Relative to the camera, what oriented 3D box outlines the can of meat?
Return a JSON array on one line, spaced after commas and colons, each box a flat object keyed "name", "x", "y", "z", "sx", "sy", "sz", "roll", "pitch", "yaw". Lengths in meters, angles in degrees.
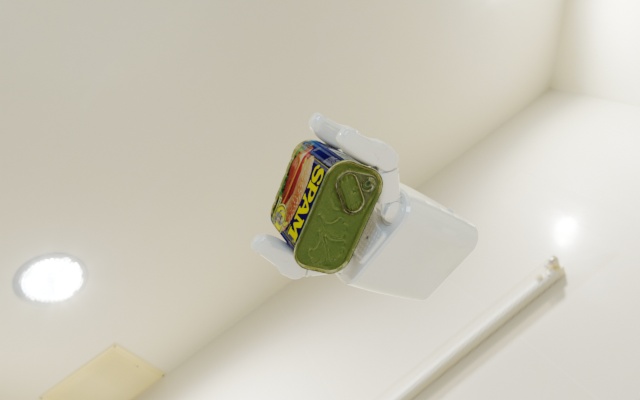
[{"name": "can of meat", "x": 0.000, "y": 0.001, "z": 0.439, "sx": 0.057, "sy": 0.102, "sz": 0.084, "roll": 16, "pitch": 14, "yaw": -29}]
